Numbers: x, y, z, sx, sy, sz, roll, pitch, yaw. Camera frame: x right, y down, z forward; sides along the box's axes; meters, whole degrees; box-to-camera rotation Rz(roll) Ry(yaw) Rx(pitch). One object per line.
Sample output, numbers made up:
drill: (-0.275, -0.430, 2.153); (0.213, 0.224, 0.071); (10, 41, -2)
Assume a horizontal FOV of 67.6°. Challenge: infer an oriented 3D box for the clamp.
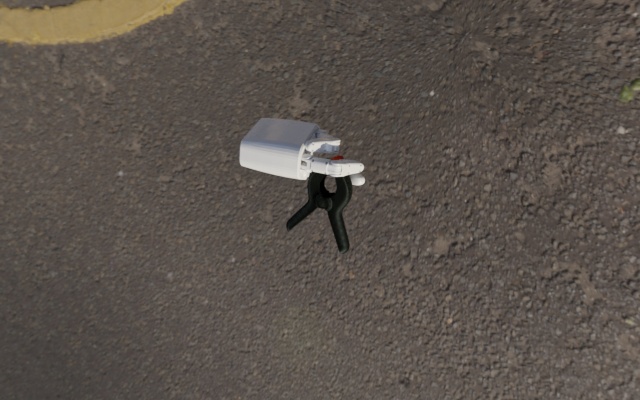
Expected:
clamp: (0.000, 0.003, 0.817); (0.120, 0.171, 0.039); (11, 21, 13)
